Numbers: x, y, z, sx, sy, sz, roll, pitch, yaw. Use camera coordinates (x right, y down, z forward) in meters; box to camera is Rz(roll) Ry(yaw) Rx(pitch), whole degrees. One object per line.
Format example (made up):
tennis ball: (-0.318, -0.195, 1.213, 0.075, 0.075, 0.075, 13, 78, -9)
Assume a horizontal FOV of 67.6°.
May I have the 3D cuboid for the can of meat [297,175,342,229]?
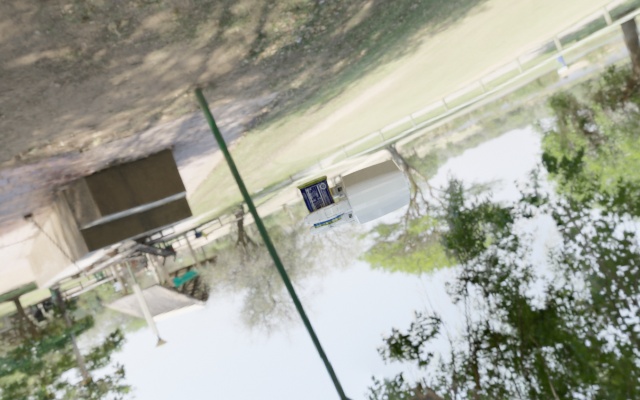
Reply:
can of meat: (0.000, 0.003, 0.880, 0.057, 0.084, 0.102, -22, 1, 2)
